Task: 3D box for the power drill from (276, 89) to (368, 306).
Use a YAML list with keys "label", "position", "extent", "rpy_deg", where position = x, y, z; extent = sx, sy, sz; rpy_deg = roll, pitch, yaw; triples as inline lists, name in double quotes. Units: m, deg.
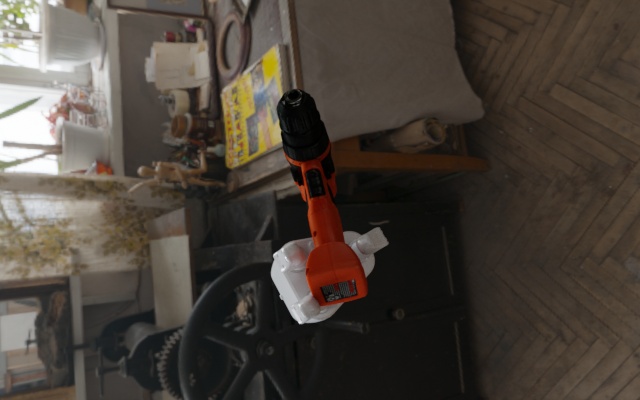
- label: "power drill"
  position: [0.000, 0.002, 0.501]
  extent: [0.057, 0.187, 0.184]
  rpy_deg: [-13, -32, 4]
